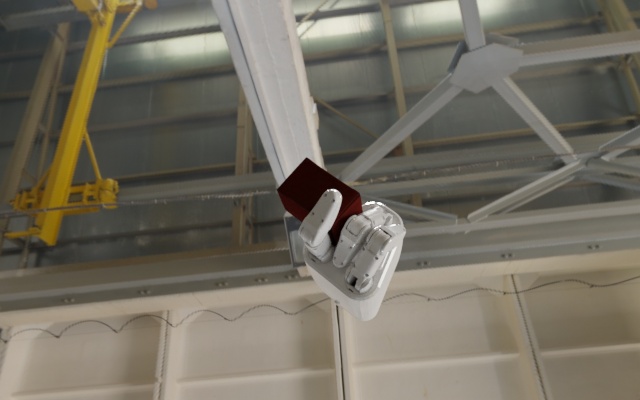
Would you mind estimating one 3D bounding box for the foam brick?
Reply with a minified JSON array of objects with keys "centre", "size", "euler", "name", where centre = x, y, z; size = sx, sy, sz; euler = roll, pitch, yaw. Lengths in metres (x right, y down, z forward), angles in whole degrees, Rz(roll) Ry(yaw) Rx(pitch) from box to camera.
[{"centre":[0.000,0.001,0.526],"size":[0.078,0.053,0.051],"euler":[36,-17,23],"name":"foam brick"}]
